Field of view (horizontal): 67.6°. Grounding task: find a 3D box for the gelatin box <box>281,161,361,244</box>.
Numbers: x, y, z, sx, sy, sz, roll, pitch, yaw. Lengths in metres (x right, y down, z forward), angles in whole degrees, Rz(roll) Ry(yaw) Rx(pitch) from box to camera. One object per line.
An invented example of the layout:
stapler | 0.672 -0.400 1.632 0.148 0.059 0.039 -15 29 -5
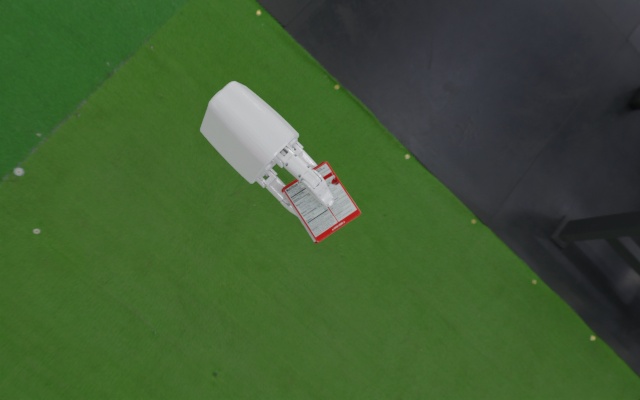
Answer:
gelatin box | 0.000 0.002 0.652 0.073 0.089 0.030 -33 -2 -11
